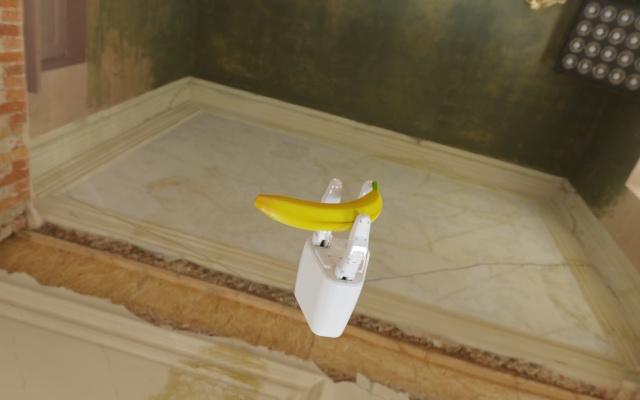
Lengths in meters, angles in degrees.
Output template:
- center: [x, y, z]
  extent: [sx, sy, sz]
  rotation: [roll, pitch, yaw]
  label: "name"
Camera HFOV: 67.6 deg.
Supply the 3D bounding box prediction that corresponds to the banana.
- center: [0.012, 0.012, 0.631]
  extent: [0.198, 0.037, 0.069]
  rotation: [-6, 38, -32]
  label: "banana"
